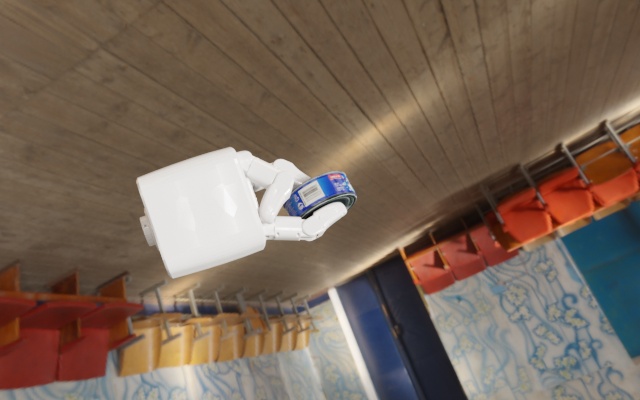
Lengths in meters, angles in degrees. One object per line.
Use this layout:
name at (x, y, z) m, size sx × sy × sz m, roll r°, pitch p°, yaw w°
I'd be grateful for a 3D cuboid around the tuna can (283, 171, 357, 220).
tuna can at (0.000, 0.002, 0.578) m, size 0.086 × 0.033 × 0.086 m, roll -25°, pitch -20°, yaw -9°
